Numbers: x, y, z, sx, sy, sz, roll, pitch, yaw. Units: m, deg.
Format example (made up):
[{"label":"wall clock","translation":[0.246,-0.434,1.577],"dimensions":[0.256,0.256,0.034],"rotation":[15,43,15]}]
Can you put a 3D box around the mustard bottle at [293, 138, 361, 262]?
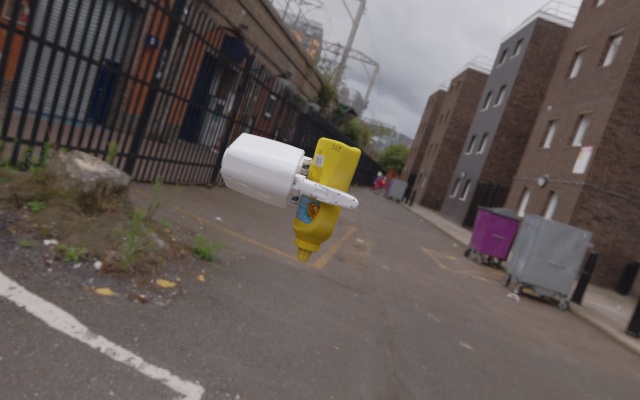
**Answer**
[{"label":"mustard bottle","translation":[0.001,0.002,0.740],"dimensions":[0.058,0.191,0.096],"rotation":[16,6,-27]}]
